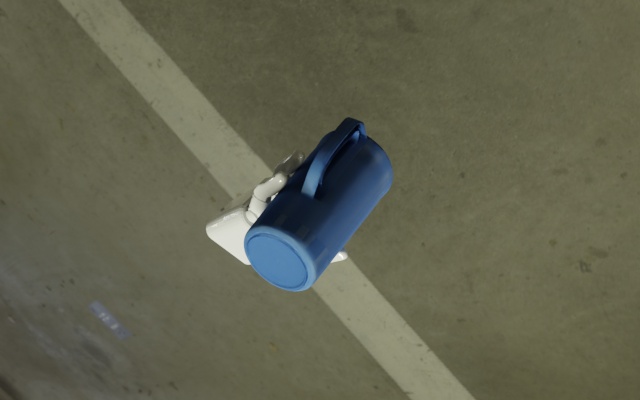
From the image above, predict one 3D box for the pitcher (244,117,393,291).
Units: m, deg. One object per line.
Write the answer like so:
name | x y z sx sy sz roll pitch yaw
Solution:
pitcher | 0.000 0.002 0.674 0.145 0.149 0.242 -20 22 42
